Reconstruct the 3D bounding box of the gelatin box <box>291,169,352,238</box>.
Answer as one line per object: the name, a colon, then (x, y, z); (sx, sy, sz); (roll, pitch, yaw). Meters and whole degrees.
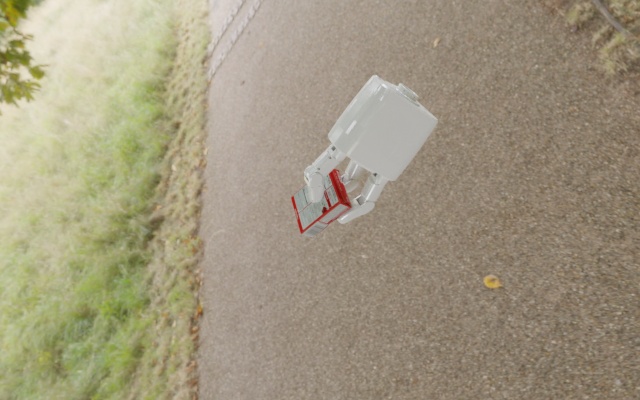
gelatin box: (0.000, 0.002, 0.726); (0.089, 0.073, 0.030); (-40, -41, 27)
